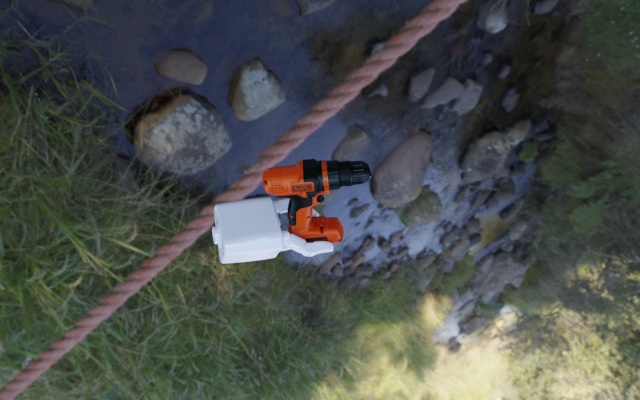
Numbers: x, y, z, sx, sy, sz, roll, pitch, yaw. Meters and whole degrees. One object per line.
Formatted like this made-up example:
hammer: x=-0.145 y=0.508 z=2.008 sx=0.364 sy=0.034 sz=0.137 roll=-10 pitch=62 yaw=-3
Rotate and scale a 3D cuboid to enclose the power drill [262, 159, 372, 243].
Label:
power drill: x=0.000 y=0.003 z=0.856 sx=0.184 sy=0.057 sz=0.188 roll=-4 pitch=-43 yaw=3
